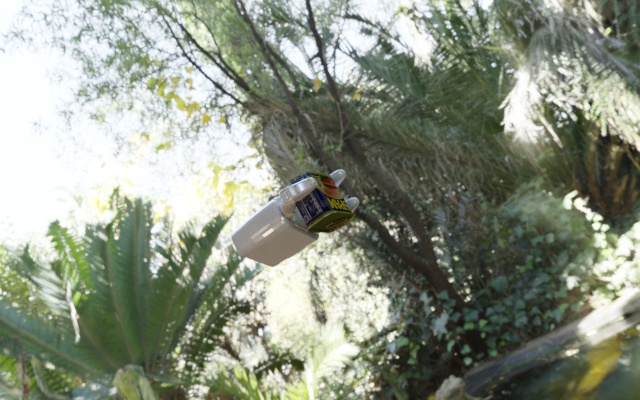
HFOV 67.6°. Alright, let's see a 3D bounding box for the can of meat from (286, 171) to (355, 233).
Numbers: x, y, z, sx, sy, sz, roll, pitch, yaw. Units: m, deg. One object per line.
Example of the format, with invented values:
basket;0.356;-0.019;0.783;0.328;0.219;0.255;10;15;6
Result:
can of meat;0.000;0.002;0.775;0.057;0.084;0.102;-37;-20;21
